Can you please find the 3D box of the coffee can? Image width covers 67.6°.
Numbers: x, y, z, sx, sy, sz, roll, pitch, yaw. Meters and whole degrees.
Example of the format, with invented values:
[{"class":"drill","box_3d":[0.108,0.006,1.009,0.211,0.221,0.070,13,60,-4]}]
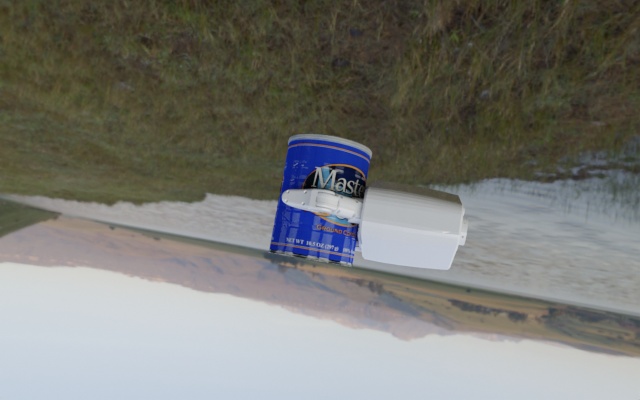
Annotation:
[{"class":"coffee can","box_3d":[0.000,0.002,0.573,0.103,0.140,0.103,10,-7,1]}]
